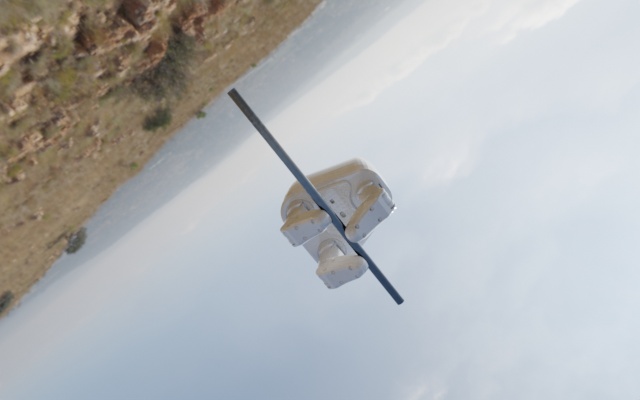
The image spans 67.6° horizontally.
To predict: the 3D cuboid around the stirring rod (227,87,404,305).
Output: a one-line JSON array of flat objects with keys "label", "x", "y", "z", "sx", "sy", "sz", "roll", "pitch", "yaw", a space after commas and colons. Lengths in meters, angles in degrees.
[{"label": "stirring rod", "x": 0.000, "y": 0.001, "z": 0.417, "sx": 0.011, "sy": 0.239, "sz": 0.011, "roll": -37, "pitch": 11, "yaw": 9}]
